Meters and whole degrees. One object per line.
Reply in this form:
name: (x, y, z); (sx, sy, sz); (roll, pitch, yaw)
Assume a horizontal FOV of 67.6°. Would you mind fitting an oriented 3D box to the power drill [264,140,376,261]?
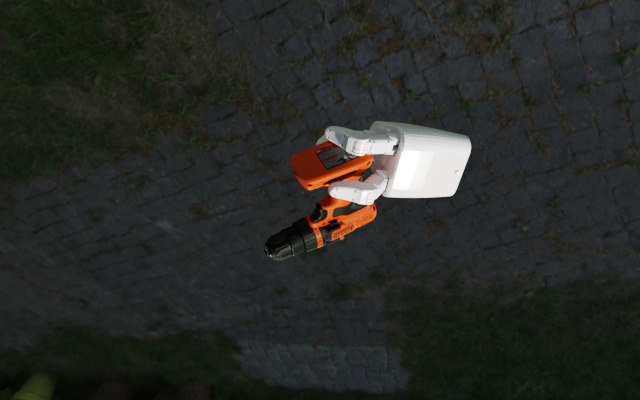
power drill: (0.000, 0.002, 0.674); (0.184, 0.057, 0.188); (-25, -30, -17)
